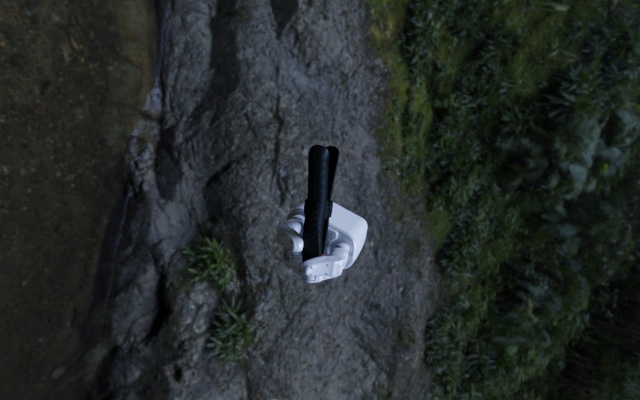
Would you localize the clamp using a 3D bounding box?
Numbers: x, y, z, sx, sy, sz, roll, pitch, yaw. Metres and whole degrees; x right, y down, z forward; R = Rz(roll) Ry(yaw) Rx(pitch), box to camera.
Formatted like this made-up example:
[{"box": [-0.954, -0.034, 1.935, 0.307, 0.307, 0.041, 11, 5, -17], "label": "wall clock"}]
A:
[{"box": [0.001, 0.002, 0.649, 0.039, 0.171, 0.120, 12, 17, 14], "label": "clamp"}]
